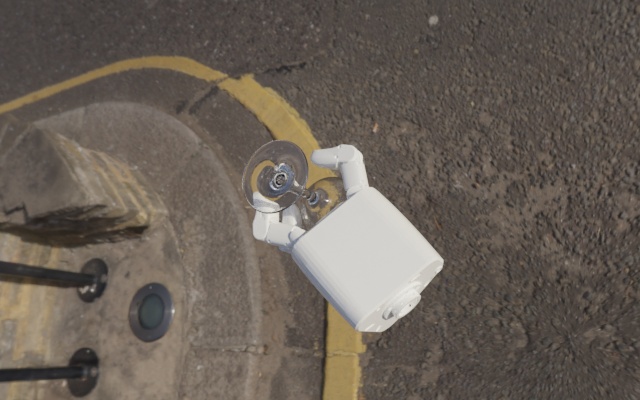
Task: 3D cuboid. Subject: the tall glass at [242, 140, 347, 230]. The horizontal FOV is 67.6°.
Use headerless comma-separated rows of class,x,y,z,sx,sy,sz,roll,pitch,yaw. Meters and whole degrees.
tall glass,0.000,0.001,0.544,0.079,0.079,0.201,0,-14,27
